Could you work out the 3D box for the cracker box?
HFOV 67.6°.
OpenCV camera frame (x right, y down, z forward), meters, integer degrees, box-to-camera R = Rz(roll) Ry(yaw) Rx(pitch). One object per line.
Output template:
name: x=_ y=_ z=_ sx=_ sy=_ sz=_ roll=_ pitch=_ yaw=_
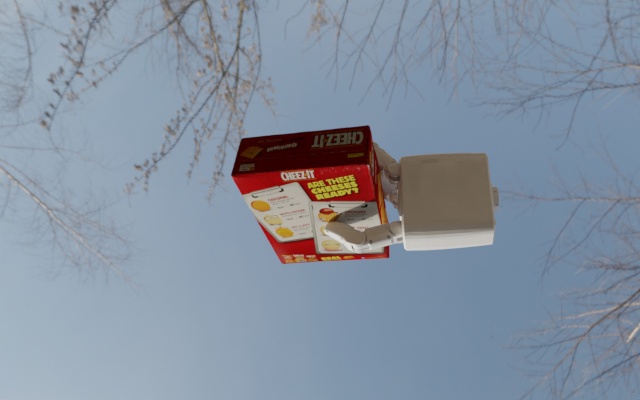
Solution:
cracker box: x=0.000 y=0.002 z=0.634 sx=0.164 sy=0.072 sz=0.214 roll=-4 pitch=-37 yaw=12
